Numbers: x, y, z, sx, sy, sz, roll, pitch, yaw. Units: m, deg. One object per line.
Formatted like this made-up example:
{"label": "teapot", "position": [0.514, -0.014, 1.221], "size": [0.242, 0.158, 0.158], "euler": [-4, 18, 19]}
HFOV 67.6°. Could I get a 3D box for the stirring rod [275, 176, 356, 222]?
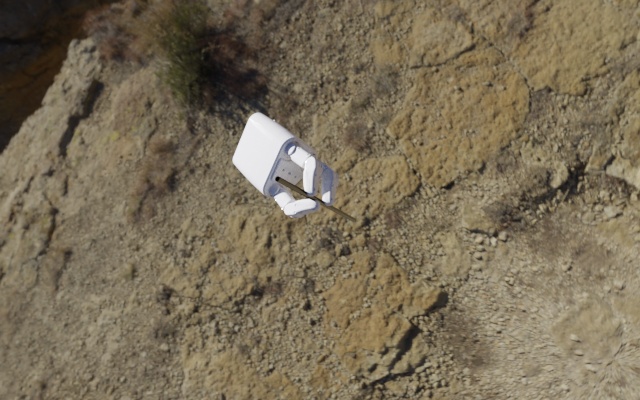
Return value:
{"label": "stirring rod", "position": [0.000, 0.003, 0.768], "size": [0.011, 0.011, 0.239], "euler": [0, -16, 32]}
